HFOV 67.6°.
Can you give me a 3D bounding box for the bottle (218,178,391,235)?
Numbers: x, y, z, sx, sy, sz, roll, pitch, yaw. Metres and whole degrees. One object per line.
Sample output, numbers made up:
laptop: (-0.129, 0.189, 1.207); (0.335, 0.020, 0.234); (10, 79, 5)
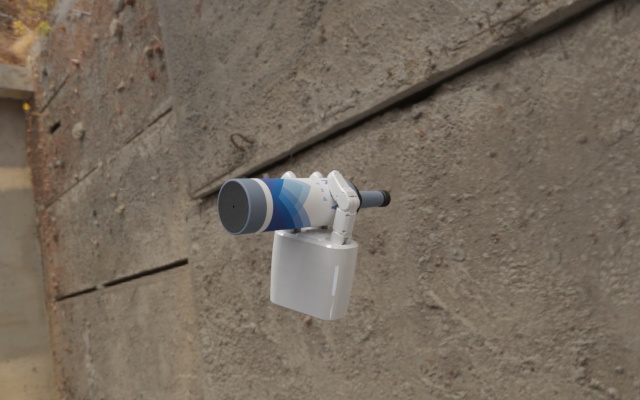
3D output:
bottle: (0.000, 0.002, 0.666); (0.069, 0.069, 0.296); (0, 2, 44)
